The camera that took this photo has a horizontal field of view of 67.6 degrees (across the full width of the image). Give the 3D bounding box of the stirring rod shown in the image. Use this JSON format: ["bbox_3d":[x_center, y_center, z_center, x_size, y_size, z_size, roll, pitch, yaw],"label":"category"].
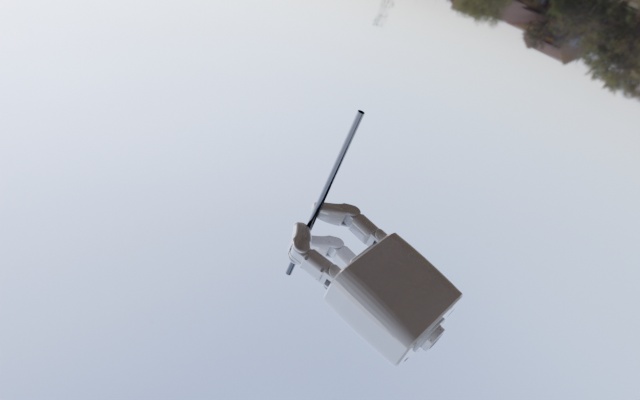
[{"bbox_3d":[0.000,0.002,0.552,0.011,0.240,0.011,17,34,-12],"label":"stirring rod"}]
